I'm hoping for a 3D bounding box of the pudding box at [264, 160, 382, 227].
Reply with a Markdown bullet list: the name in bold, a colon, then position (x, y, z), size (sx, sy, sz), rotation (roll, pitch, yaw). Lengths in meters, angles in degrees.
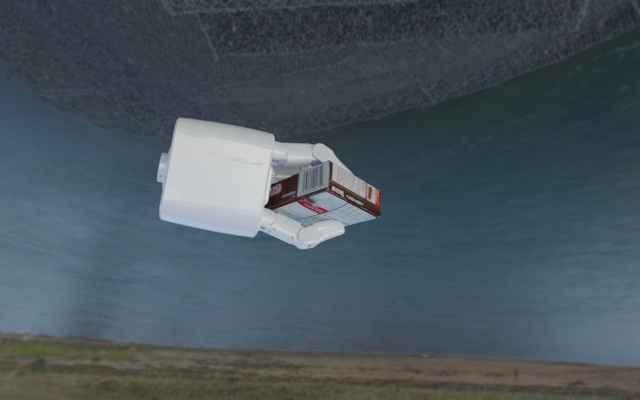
- **pudding box**: position (0.000, 0.002, 0.555), size (0.113, 0.039, 0.090), rotation (-17, -32, 42)
